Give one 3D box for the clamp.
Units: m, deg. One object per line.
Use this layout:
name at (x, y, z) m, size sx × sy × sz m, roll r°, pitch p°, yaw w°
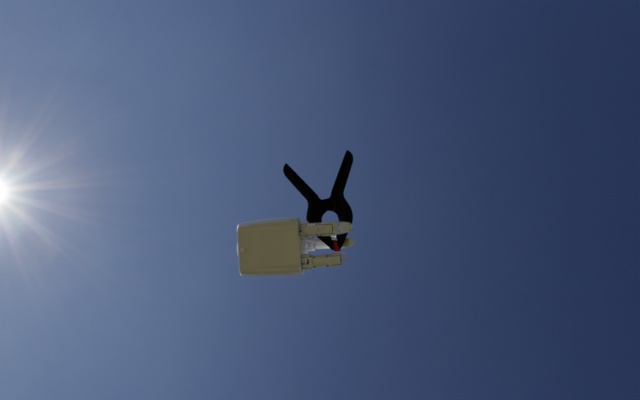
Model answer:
clamp at (0.000, 0.003, 0.816) m, size 0.120 × 0.171 × 0.039 m, roll -4°, pitch -1°, yaw 6°
